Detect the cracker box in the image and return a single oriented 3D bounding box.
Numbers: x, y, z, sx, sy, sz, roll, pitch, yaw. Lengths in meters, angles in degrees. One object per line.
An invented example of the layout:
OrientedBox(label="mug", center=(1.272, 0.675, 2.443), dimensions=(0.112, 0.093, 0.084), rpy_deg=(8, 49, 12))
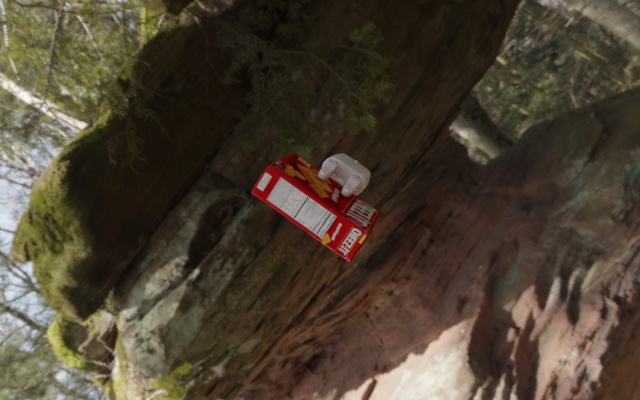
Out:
OrientedBox(label="cracker box", center=(0.000, 0.003, 0.890), dimensions=(0.213, 0.072, 0.164), rpy_deg=(35, 18, 4))
